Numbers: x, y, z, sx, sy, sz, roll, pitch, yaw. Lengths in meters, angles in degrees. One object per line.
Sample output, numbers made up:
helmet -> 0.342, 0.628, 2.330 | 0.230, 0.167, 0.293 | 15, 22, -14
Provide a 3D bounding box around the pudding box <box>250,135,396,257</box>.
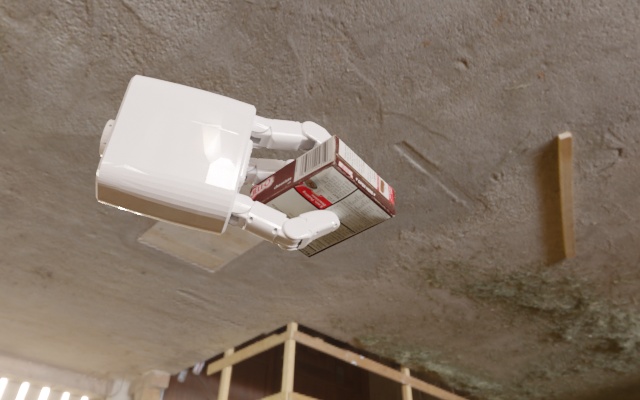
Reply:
pudding box -> 0.000, 0.002, 0.451 | 0.113, 0.039, 0.090 | -27, -51, 33
